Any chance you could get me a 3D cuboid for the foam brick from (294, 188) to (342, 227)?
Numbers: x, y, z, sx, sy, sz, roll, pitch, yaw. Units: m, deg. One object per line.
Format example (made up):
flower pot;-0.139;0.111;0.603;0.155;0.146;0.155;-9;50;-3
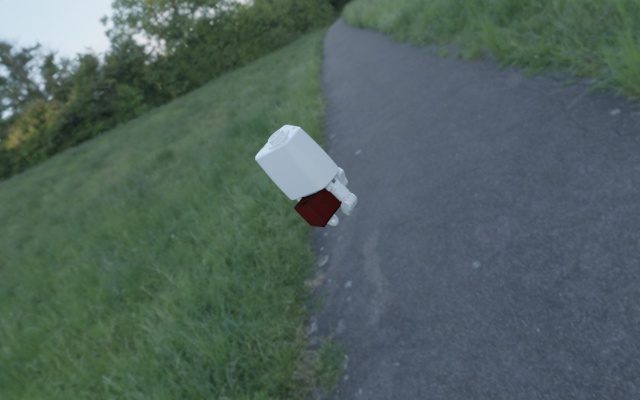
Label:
foam brick;0.000;0.003;0.869;0.051;0.078;0.053;47;-23;-22
